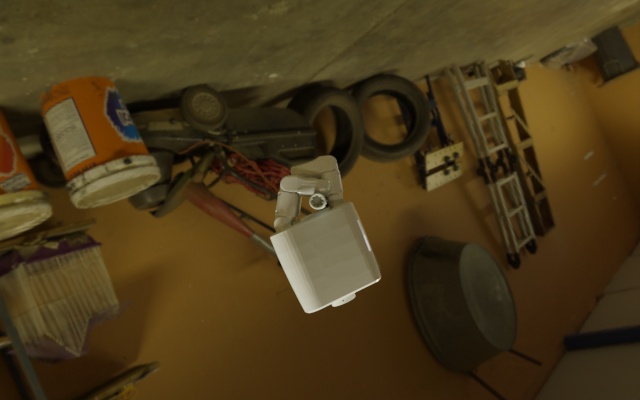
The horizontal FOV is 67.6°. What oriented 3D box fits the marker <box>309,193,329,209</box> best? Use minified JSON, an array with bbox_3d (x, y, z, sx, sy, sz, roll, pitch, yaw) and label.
[{"bbox_3d":[0.000,0.002,0.595,0.020,0.020,0.121,0,-1,3],"label":"marker"}]
